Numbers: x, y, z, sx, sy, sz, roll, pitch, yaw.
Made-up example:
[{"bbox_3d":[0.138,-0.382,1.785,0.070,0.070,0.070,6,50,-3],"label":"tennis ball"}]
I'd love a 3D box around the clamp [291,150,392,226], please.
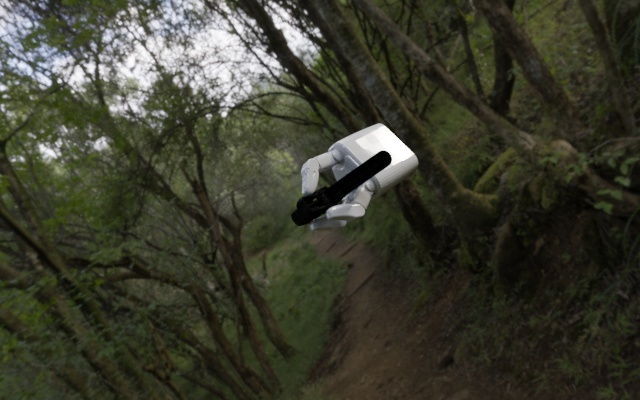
[{"bbox_3d":[0.000,0.002,0.725,0.164,0.036,0.210,-29,-5,-33],"label":"clamp"}]
